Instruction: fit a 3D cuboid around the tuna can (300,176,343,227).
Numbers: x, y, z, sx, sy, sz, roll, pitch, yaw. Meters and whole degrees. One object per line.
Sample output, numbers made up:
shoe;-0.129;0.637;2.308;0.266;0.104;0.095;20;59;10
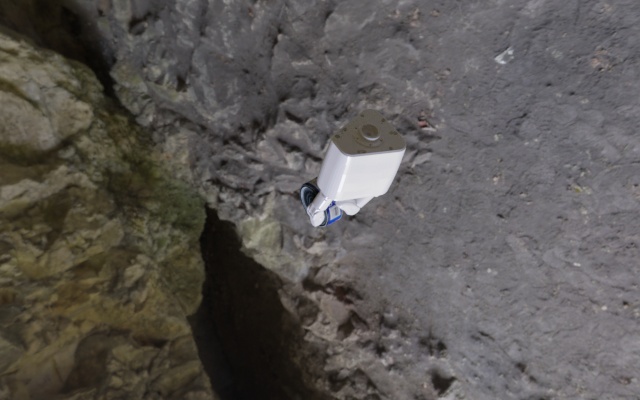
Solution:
tuna can;0.000;0.003;0.840;0.033;0.086;0.086;-28;13;-25
